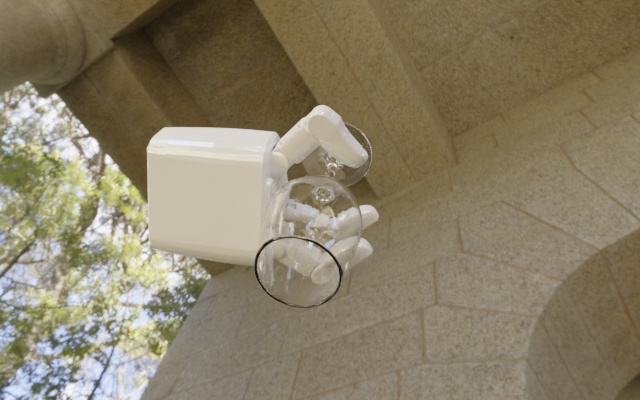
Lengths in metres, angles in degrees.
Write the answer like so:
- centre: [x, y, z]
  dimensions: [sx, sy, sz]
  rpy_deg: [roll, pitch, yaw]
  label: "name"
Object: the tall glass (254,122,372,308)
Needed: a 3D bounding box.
- centre: [0.000, 0.001, 0.410]
  dimensions: [0.079, 0.079, 0.201]
  rpy_deg: [0, 29, 10]
  label: "tall glass"
